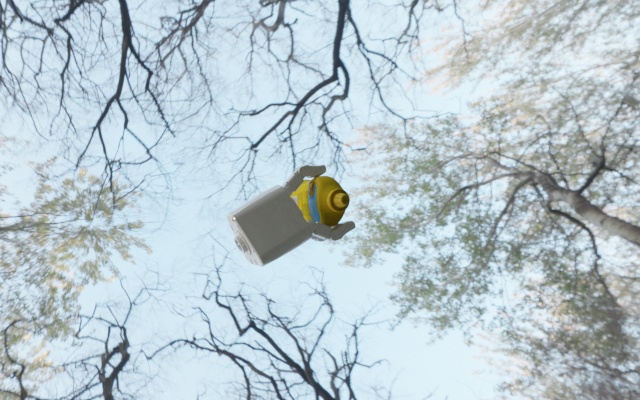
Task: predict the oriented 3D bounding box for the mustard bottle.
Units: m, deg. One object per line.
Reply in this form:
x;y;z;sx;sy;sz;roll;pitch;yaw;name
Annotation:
0.000;0.003;0.893;0.058;0.096;0.191;-5;0;-26;mustard bottle
